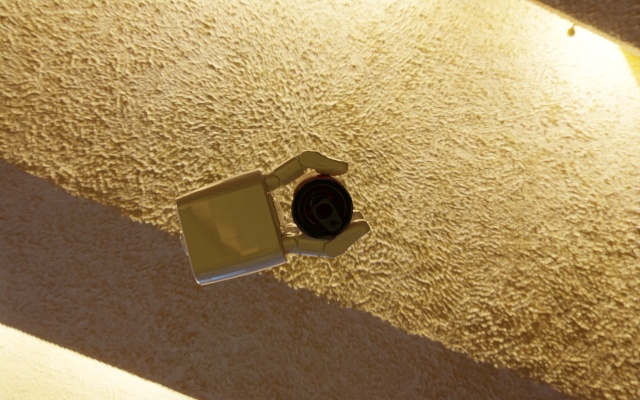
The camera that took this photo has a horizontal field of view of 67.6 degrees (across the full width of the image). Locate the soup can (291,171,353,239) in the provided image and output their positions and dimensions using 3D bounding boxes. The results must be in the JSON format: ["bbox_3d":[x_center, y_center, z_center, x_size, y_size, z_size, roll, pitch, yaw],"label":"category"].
[{"bbox_3d":[0.001,0.002,0.567,0.068,0.068,0.102,0,9,-2],"label":"soup can"}]
